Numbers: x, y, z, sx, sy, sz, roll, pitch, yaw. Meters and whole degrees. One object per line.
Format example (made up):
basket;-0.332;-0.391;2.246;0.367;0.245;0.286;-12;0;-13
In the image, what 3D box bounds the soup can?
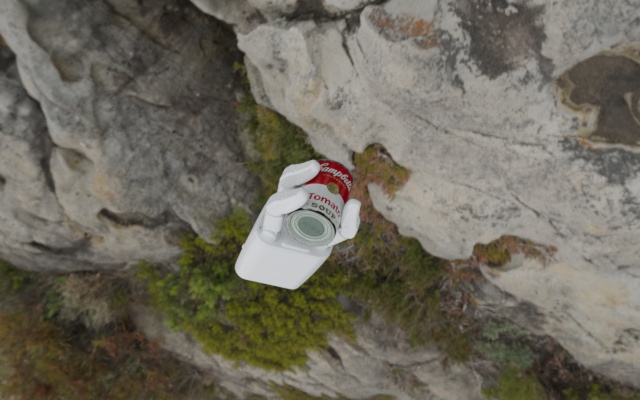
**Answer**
soup can;0.000;0.002;0.634;0.068;0.069;0.102;0;42;21
